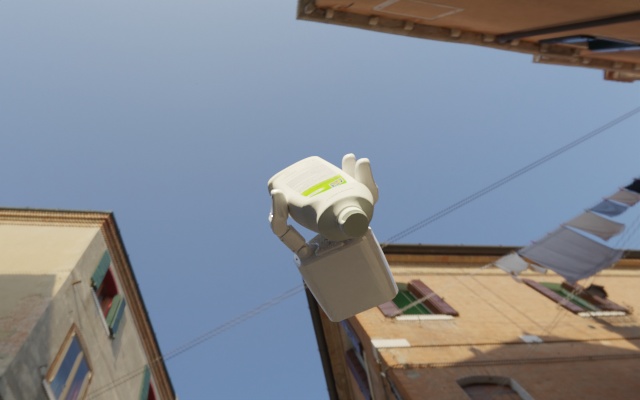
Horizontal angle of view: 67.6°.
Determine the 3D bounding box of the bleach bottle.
[{"bbox_3d":[0.000,0.002,0.620,0.102,0.068,0.250,-31,19,-6],"label":"bleach bottle"}]
